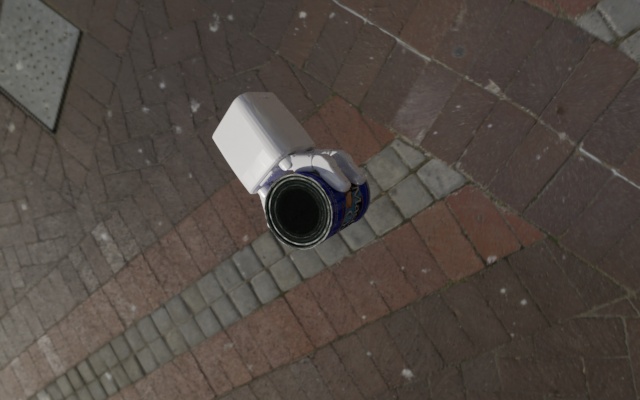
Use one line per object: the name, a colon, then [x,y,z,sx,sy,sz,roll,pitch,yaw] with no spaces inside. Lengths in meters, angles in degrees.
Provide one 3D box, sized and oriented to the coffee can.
coffee can: [0.000,0.002,0.685,0.103,0.103,0.140,0,11,26]
